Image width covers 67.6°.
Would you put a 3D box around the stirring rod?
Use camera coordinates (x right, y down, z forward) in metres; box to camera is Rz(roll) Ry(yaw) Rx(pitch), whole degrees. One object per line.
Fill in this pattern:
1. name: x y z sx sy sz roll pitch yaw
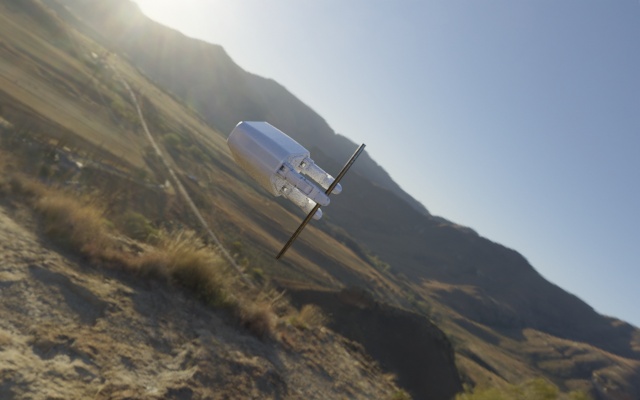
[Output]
1. stirring rod: 0.000 0.003 0.795 0.011 0.239 0.011 37 3 -2
